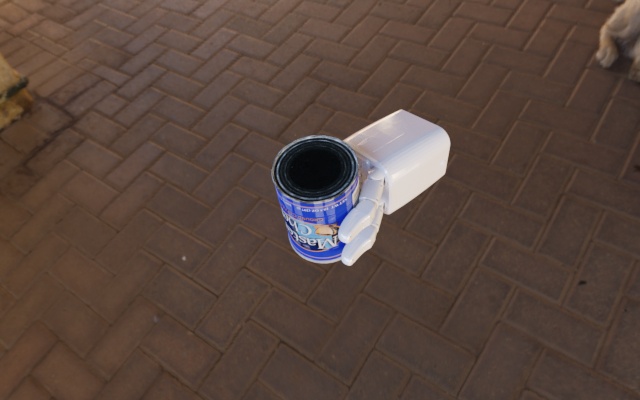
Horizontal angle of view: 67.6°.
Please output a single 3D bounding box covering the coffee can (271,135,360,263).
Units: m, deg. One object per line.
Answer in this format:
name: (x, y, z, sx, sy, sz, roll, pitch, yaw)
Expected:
coffee can: (0.000, 0.002, 0.609, 0.103, 0.102, 0.140, 0, -36, 7)
